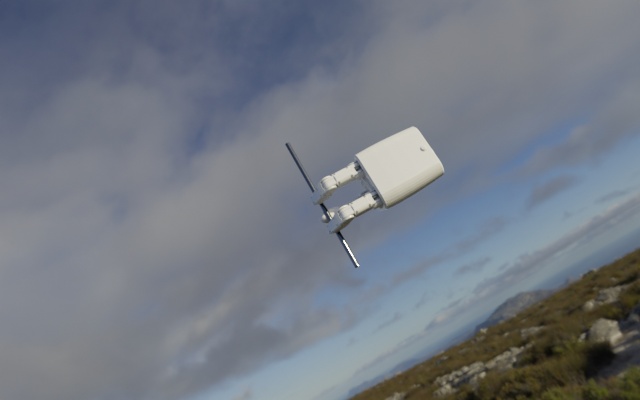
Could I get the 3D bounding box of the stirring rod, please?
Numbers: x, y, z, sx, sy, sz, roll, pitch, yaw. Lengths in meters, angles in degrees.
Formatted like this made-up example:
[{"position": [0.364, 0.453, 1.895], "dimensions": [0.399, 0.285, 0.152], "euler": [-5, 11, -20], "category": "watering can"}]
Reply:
[{"position": [0.000, 0.003, 0.768], "dimensions": [0.011, 0.239, 0.011], "euler": [-26, -20, -10], "category": "stirring rod"}]
